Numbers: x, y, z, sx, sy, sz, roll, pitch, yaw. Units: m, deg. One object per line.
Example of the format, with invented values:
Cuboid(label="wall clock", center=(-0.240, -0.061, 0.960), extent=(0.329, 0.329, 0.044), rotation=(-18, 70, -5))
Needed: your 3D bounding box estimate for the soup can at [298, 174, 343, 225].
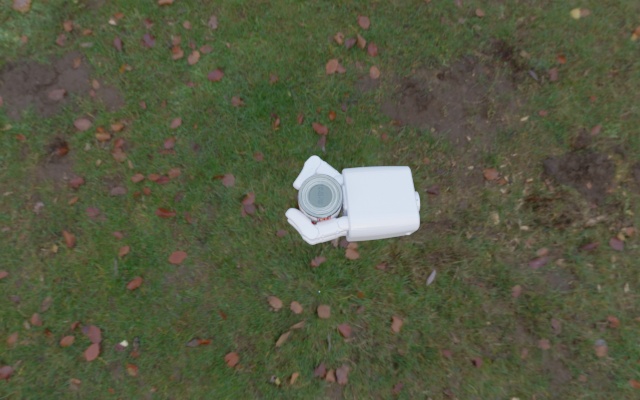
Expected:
Cuboid(label="soup can", center=(0.000, 0.002, 0.740), extent=(0.068, 0.068, 0.102), rotation=(0, -11, 0))
